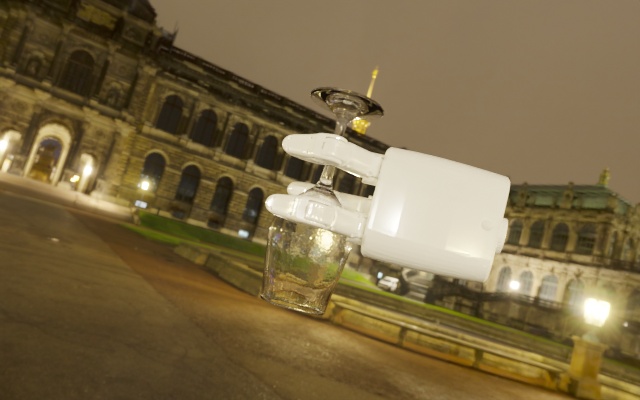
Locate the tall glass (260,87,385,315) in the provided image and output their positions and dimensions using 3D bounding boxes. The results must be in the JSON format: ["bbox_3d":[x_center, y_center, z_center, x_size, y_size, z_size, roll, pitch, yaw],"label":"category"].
[{"bbox_3d":[0.000,0.001,0.451,0.079,0.201,0.079,15,-7,2],"label":"tall glass"}]
